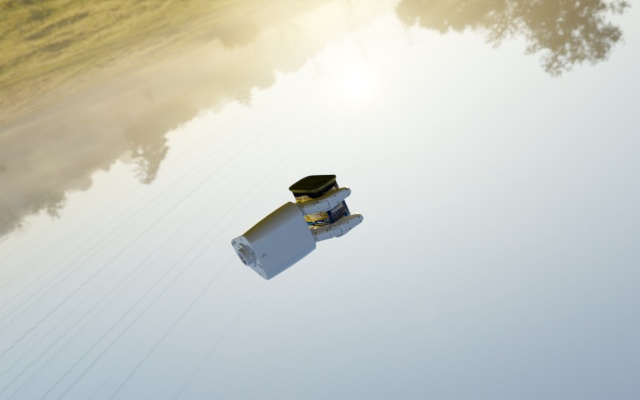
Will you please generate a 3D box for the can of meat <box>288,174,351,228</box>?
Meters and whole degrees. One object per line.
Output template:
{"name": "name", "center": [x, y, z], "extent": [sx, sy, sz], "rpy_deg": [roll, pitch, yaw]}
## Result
{"name": "can of meat", "center": [0.000, 0.003, 0.861], "extent": [0.057, 0.084, 0.102], "rpy_deg": [-36, 22, -31]}
